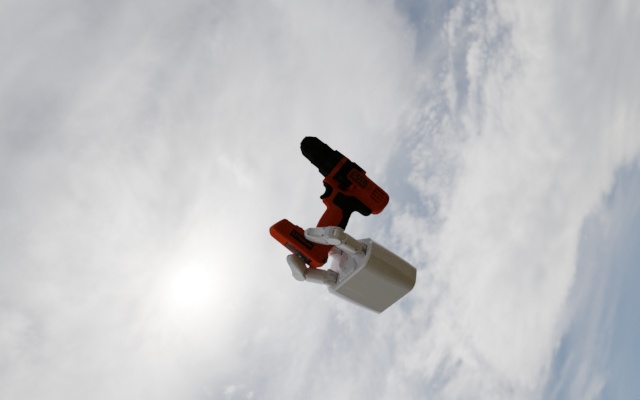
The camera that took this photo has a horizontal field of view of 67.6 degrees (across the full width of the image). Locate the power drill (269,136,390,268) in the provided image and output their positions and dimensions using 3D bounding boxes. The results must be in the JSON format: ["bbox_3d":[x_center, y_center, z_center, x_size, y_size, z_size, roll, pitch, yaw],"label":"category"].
[{"bbox_3d":[0.000,0.003,0.797,0.184,0.187,0.057,39,-19,2],"label":"power drill"}]
